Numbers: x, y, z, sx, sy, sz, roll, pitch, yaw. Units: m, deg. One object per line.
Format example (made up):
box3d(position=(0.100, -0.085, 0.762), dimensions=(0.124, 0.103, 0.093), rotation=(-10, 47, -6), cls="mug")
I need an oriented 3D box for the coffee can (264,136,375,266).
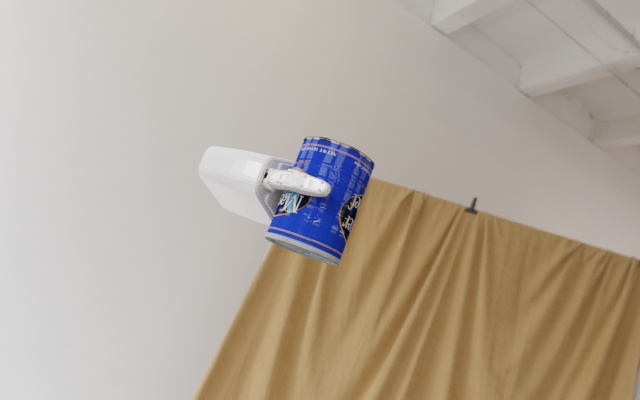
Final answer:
box3d(position=(0.000, 0.002, 0.624), dimensions=(0.103, 0.140, 0.103), rotation=(20, -11, 4), cls="coffee can")
